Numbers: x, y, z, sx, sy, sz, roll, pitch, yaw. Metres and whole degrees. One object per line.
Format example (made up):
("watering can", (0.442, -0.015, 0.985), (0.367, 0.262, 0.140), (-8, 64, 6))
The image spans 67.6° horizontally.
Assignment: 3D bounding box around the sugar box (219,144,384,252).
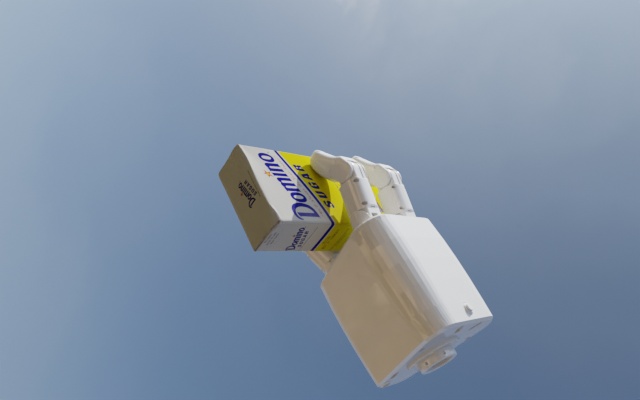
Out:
("sugar box", (0.001, 0.001, 0.457), (0.176, 0.093, 0.048), (7, -48, -46))
